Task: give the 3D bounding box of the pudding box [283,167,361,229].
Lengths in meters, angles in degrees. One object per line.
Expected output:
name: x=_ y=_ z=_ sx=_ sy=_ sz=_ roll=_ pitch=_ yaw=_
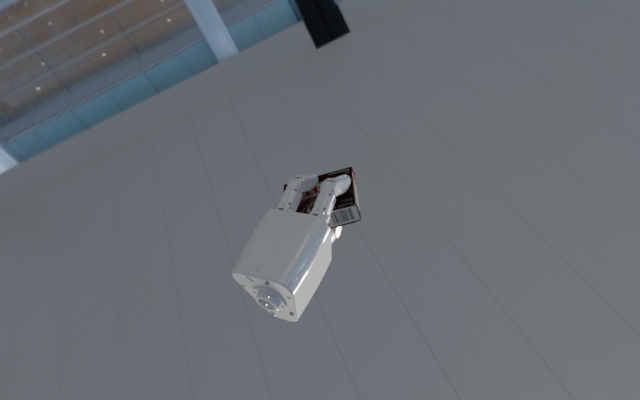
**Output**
pudding box: x=0.000 y=0.002 z=0.705 sx=0.113 sy=0.039 sz=0.090 roll=-13 pitch=40 yaw=9
